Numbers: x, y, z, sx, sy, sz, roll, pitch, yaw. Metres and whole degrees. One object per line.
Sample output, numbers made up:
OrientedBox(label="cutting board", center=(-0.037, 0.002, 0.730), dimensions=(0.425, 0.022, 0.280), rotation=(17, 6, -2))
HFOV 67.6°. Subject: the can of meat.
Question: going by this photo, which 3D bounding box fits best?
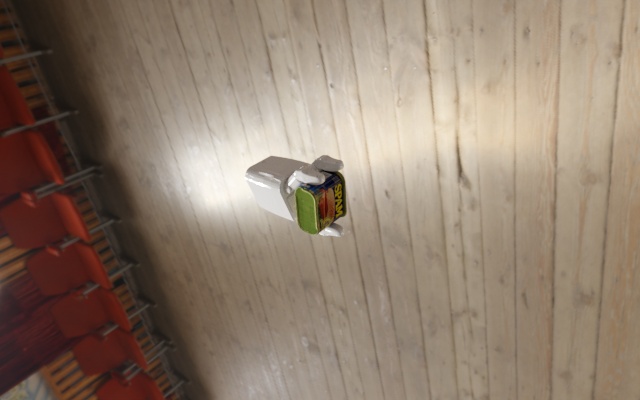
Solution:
OrientedBox(label="can of meat", center=(0.000, 0.003, 0.883), dimensions=(0.057, 0.102, 0.084), rotation=(21, 40, 35))
